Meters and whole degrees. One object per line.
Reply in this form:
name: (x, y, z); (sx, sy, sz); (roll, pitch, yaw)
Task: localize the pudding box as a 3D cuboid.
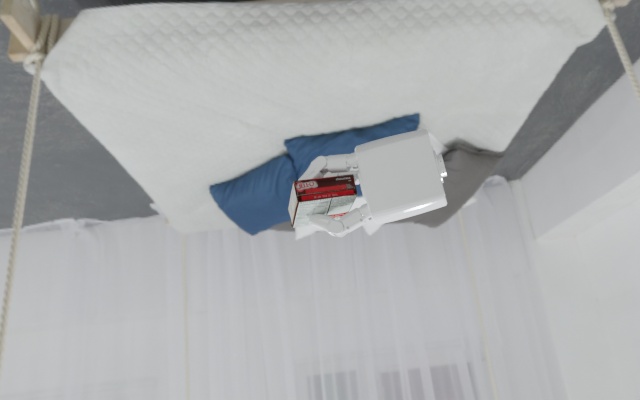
pudding box: (0.000, 0.003, 0.724); (0.090, 0.039, 0.113); (-6, -23, -11)
